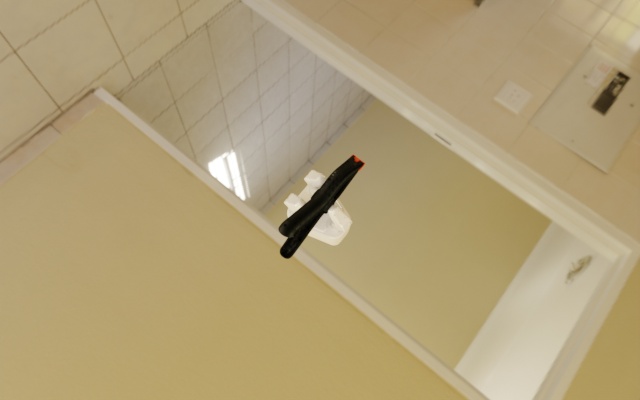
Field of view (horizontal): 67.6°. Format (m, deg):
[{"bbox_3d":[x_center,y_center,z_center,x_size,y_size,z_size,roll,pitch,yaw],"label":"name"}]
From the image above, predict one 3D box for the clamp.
[{"bbox_3d":[0.001,0.003,0.781,0.036,0.210,0.164,39,-10,8],"label":"clamp"}]
